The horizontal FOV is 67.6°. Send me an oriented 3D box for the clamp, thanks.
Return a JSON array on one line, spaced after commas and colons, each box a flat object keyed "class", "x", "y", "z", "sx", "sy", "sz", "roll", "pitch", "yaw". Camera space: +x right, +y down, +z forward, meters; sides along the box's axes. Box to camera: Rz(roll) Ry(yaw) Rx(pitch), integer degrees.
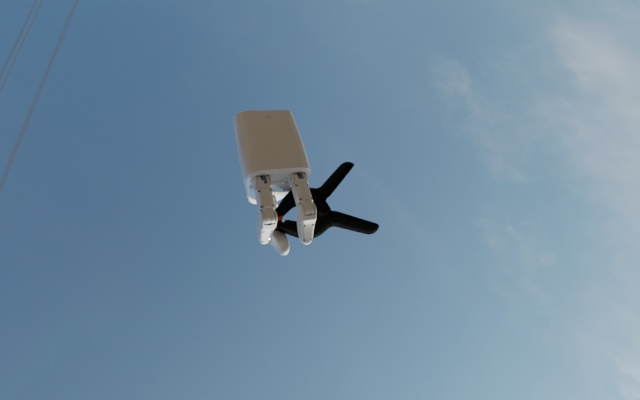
[{"class": "clamp", "x": 0.000, "y": 0.003, "z": 0.724, "sx": 0.171, "sy": 0.120, "sz": 0.039, "roll": -6, "pitch": -22, "yaw": -24}]
